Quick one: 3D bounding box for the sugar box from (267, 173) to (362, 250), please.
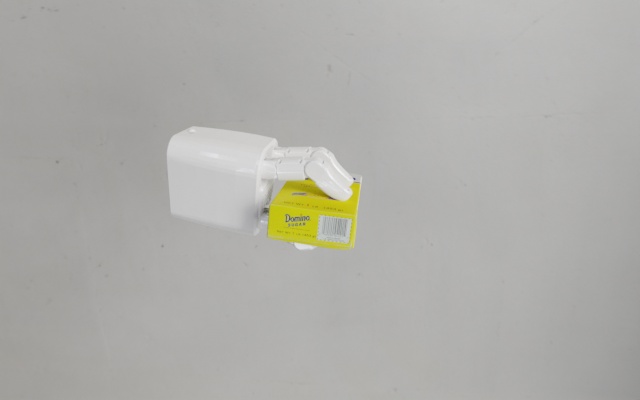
[{"bbox_3d":[0.000,0.001,0.573,0.093,0.048,0.176,8,20,3],"label":"sugar box"}]
